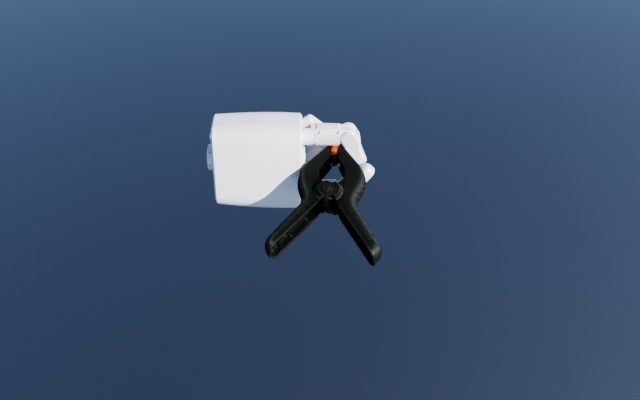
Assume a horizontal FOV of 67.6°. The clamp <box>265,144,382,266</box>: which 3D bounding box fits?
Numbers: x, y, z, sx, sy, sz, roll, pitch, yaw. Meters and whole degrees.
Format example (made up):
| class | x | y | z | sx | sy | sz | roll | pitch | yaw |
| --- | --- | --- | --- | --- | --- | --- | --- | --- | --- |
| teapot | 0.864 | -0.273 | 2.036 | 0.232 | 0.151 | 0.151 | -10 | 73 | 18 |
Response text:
| class | x | y | z | sx | sy | sz | roll | pitch | yaw |
| --- | --- | --- | --- | --- | --- | --- | --- | --- | --- |
| clamp | 0.000 | 0.001 | 0.535 | 0.120 | 0.171 | 0.039 | 1 | -43 | -4 |
